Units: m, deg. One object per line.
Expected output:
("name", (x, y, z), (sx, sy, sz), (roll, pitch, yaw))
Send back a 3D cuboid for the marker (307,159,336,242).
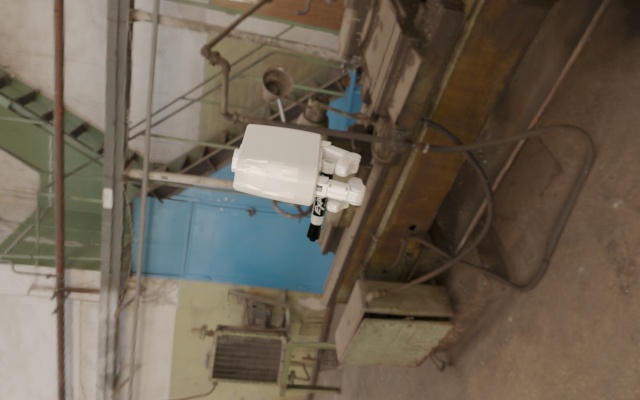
("marker", (0.000, 0.002, 0.659), (0.020, 0.121, 0.020), (10, 22, -4))
